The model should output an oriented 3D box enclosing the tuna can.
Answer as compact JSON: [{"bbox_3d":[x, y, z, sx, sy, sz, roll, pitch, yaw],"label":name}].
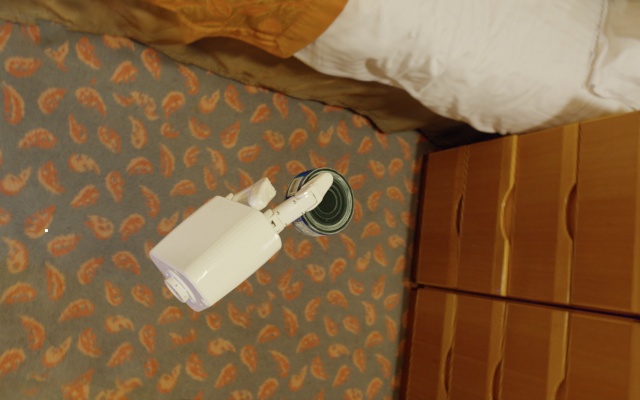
[{"bbox_3d":[0.000,0.002,0.596,0.086,0.086,0.034,0,-6,-34],"label":"tuna can"}]
